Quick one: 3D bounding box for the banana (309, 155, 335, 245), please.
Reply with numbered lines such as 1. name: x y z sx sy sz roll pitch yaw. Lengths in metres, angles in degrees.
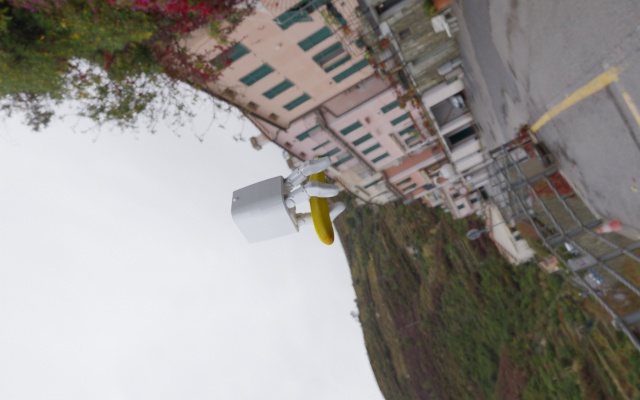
1. banana: -0.001 0.010 0.914 0.037 0.197 0.070 -5 -33 -5
